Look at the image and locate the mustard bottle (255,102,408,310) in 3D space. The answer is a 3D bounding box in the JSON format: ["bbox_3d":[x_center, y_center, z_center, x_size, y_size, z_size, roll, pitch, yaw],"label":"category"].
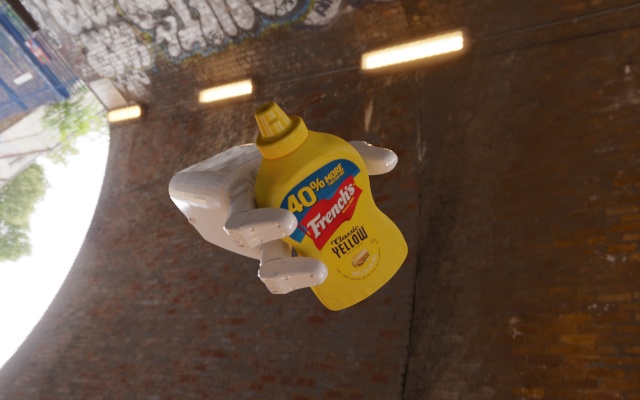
[{"bbox_3d":[0.000,0.002,0.404,0.096,0.192,0.058,-35,31,-7],"label":"mustard bottle"}]
